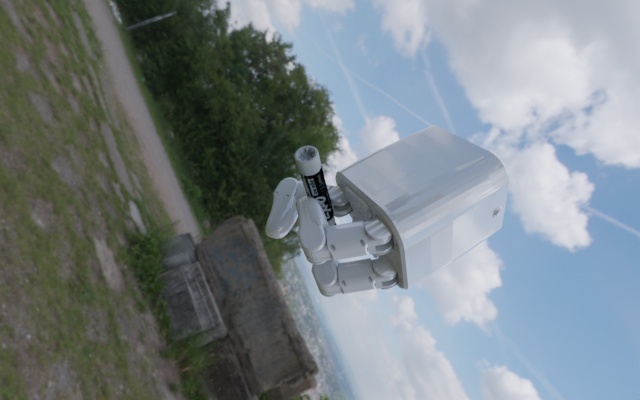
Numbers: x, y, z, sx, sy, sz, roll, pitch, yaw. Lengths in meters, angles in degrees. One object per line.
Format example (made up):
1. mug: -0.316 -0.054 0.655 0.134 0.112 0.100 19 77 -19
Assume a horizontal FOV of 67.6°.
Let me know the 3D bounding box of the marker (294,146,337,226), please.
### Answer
1. marker: 0.000 0.001 0.410 0.020 0.020 0.121 0 -38 14
